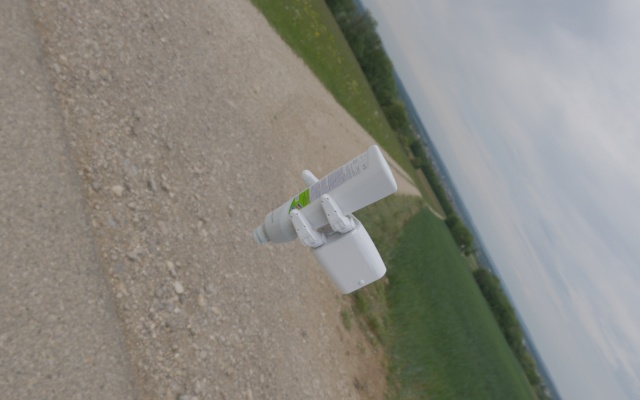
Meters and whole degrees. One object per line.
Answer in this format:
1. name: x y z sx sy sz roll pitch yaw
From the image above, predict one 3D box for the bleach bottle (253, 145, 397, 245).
1. bleach bottle: 0.000 0.003 0.801 0.251 0.068 0.102 -28 23 12
